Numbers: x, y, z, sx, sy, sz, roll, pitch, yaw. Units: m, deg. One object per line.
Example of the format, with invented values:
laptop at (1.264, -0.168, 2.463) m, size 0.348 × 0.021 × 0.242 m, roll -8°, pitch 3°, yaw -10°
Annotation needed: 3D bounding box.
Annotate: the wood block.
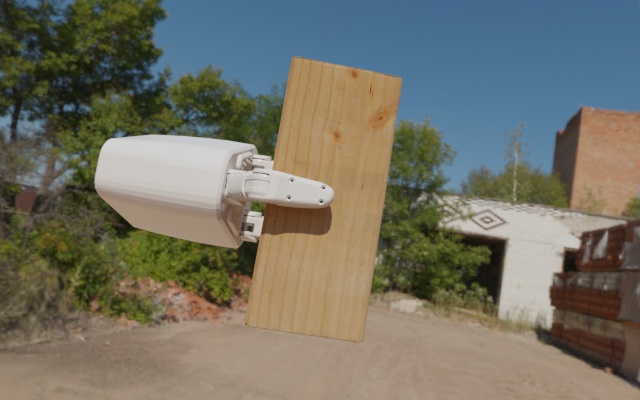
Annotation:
wood block at (0.000, 0.001, 0.401) m, size 0.090 × 0.206 × 0.091 m, roll 10°, pitch -6°, yaw -6°
